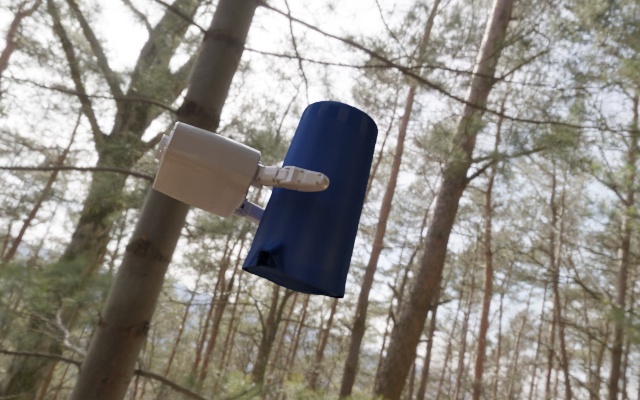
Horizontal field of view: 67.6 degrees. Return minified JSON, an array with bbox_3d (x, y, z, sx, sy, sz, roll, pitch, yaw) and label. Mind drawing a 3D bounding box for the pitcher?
[{"bbox_3d":[0.000,0.002,0.633,0.145,0.242,0.149,21,-16,-15],"label":"pitcher"}]
